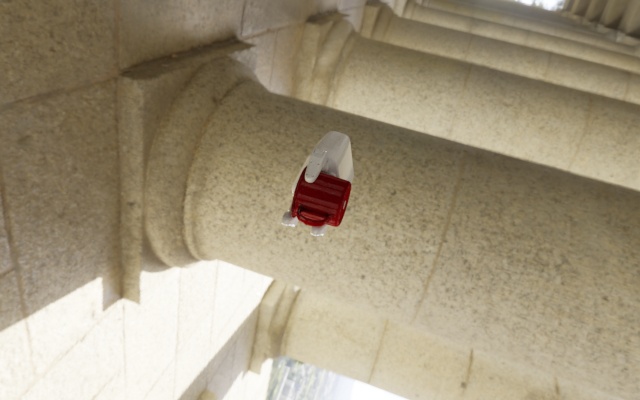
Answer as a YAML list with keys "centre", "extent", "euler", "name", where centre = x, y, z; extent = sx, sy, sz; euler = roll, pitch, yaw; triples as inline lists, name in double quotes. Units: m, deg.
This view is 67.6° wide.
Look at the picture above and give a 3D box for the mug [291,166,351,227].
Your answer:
- centre: [0.000, 0.003, 0.801]
  extent: [0.081, 0.093, 0.117]
  euler: [16, 37, 9]
  name: "mug"
